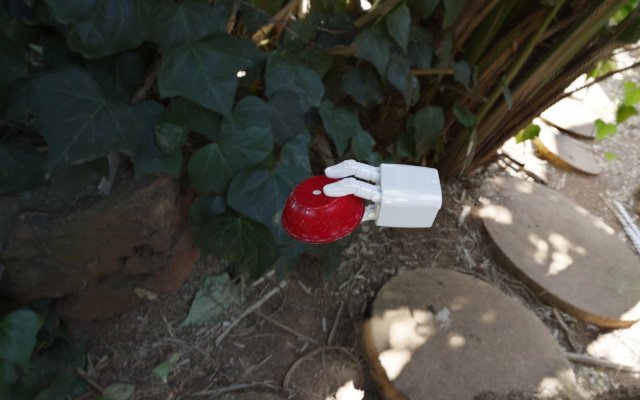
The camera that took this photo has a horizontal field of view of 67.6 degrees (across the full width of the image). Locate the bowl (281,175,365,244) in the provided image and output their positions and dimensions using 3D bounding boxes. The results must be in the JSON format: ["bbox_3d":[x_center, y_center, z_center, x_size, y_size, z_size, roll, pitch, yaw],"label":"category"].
[{"bbox_3d":[-0.001,0.003,0.886,0.162,0.055,0.162,-8,41,7],"label":"bowl"}]
